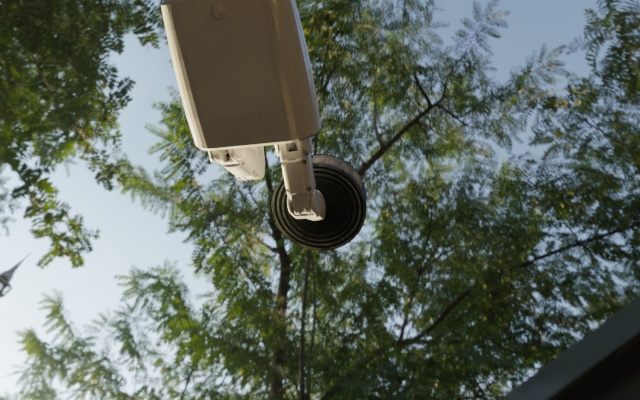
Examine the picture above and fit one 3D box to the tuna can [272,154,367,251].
[{"bbox_3d":[0.000,0.001,0.443,0.086,0.086,0.033,0,25,8],"label":"tuna can"}]
